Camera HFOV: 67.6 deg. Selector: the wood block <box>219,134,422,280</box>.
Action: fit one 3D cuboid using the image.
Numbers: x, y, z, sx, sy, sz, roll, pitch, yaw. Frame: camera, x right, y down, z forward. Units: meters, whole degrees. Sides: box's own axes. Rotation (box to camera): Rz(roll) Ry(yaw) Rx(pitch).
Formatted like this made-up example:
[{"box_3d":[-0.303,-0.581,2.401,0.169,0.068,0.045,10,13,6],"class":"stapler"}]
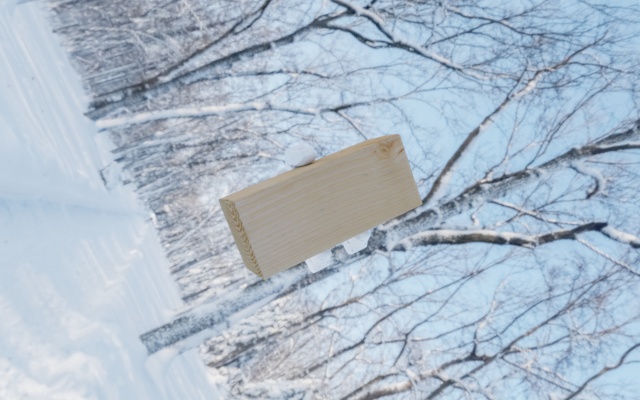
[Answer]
[{"box_3d":[0.000,0.001,0.556,0.206,0.091,0.090,-24,10,-20],"class":"wood block"}]
